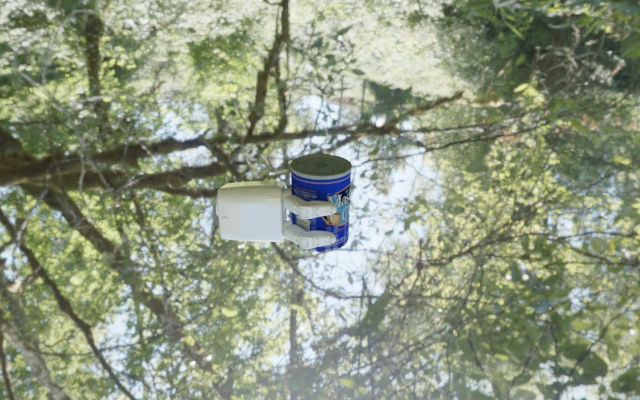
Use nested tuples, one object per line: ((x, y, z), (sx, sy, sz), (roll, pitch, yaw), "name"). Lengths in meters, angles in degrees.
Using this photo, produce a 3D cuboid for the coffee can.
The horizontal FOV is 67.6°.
((0.000, 0.003, 0.819), (0.103, 0.140, 0.102), (1, 25, 0), "coffee can")
